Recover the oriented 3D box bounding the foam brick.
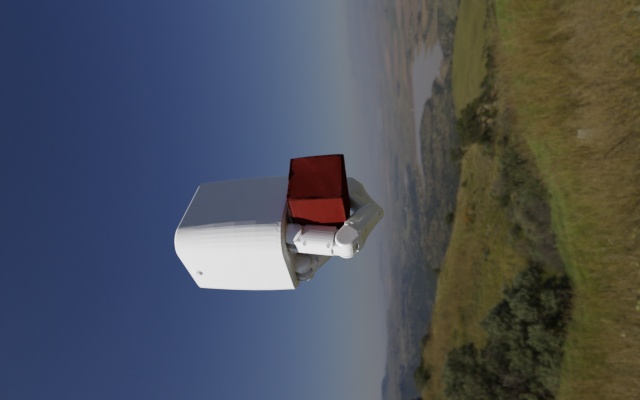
[{"bbox_3d":[0.000,0.001,0.457,0.051,0.053,0.078,-2,-39,7],"label":"foam brick"}]
